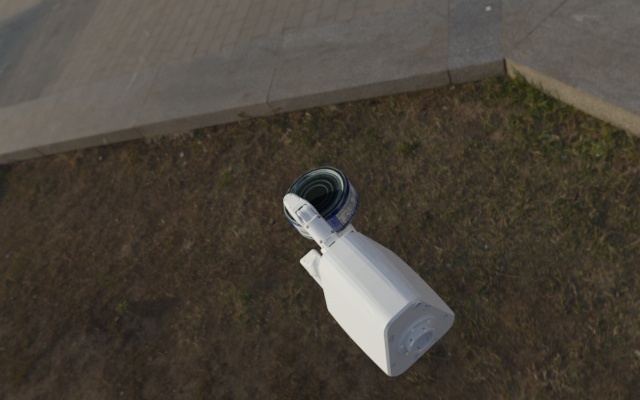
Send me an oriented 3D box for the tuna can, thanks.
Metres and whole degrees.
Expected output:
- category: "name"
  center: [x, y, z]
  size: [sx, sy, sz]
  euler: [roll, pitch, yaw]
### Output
- category: "tuna can"
  center: [0.000, 0.002, 0.568]
  size: [0.086, 0.086, 0.034]
  euler: [0, -34, 32]
